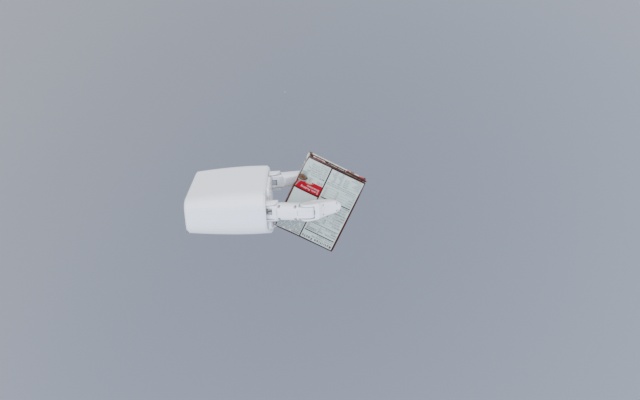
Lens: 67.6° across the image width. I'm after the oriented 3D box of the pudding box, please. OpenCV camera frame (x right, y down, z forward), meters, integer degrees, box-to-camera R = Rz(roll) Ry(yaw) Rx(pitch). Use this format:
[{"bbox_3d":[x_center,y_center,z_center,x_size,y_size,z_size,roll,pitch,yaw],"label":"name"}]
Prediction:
[{"bbox_3d":[0.000,0.002,0.663,0.090,0.113,0.039,25,13,-4],"label":"pudding box"}]
